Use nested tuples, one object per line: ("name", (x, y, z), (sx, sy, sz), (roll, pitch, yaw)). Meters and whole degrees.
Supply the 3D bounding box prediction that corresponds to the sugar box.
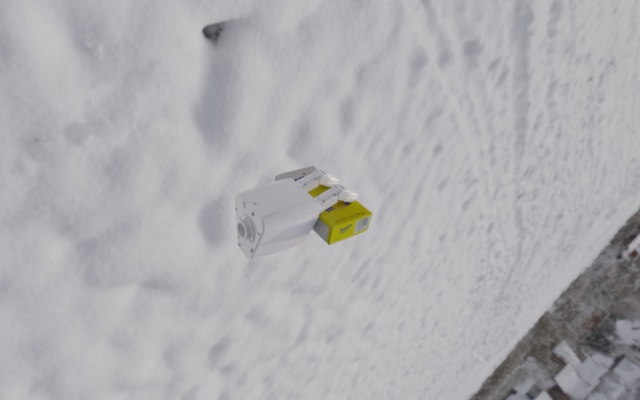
("sugar box", (0.000, 0.002, 0.855), (0.093, 0.048, 0.176), (-17, 44, -35))
